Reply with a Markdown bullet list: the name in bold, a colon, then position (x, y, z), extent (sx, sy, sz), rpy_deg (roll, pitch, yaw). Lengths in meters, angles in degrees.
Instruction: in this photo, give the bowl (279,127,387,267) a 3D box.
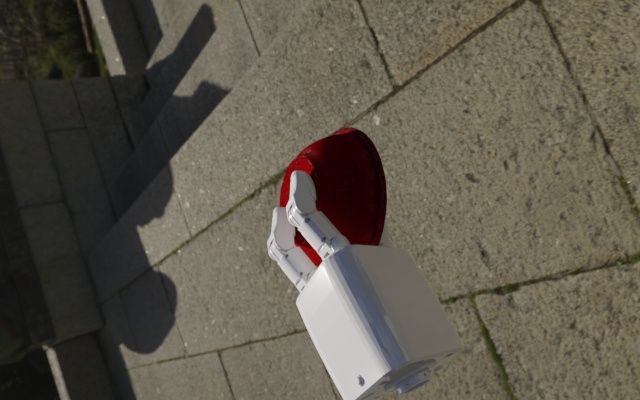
- **bowl**: position (-0.001, 0.001, 0.498), extent (0.055, 0.162, 0.162), rpy_deg (3, -2, -28)
